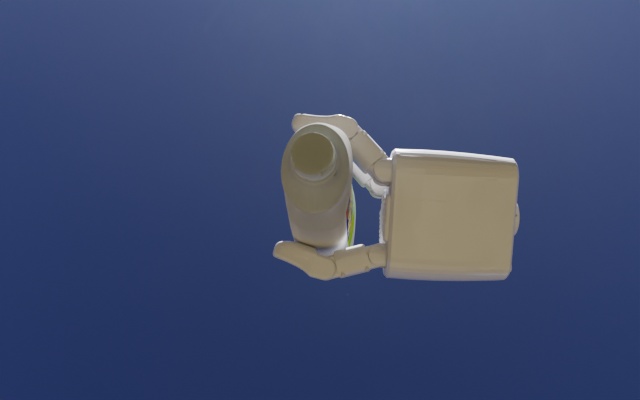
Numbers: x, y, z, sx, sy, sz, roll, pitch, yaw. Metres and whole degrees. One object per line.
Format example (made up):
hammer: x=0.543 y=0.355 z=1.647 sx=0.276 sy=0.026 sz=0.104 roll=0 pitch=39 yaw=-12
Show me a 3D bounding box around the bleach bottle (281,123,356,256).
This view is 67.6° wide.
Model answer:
bleach bottle: x=0.000 y=0.001 z=0.433 sx=0.068 sy=0.102 sz=0.251 roll=4 pitch=-11 yaw=4
